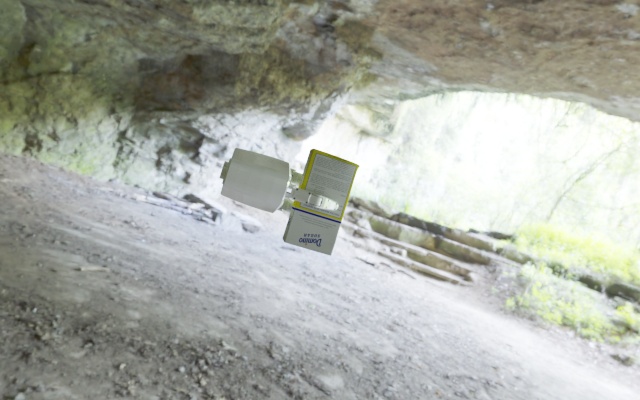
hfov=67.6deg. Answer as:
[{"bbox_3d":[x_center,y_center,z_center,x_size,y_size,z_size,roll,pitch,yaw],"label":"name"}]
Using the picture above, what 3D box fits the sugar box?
[{"bbox_3d":[0.000,0.003,0.871,0.093,0.176,0.048,18,2,-11],"label":"sugar box"}]
